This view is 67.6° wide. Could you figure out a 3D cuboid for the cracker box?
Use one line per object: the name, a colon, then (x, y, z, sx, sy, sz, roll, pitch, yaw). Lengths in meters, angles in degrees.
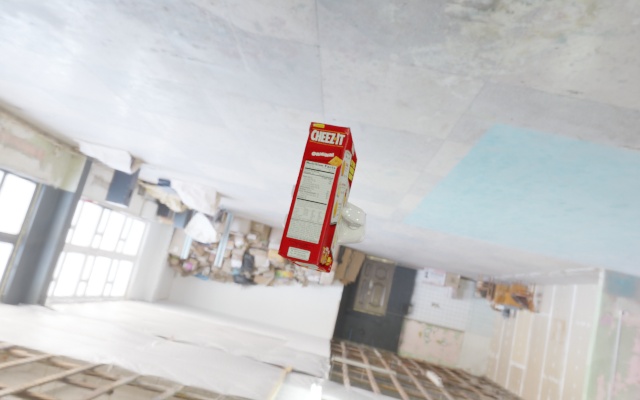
cracker box: (0.000, 0.003, 0.776, 0.072, 0.213, 0.164, 12, -10, 10)
